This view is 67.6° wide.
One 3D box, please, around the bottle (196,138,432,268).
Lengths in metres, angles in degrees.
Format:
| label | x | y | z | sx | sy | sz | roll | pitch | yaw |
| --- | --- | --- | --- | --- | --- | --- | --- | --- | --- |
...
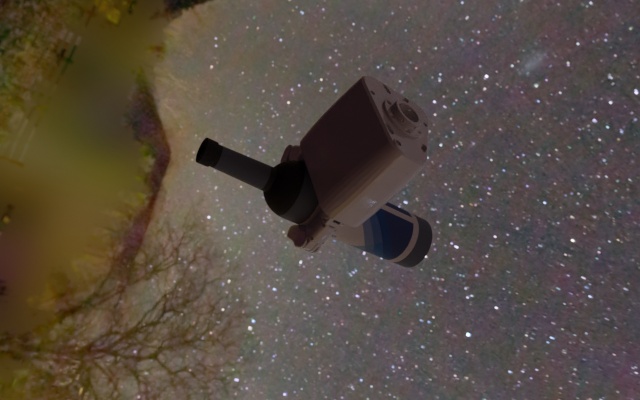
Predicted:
| label | x | y | z | sx | sy | sz | roll | pitch | yaw |
| --- | --- | --- | --- | --- | --- | --- | --- | --- | --- |
| bottle | 0.000 | 0.002 | 0.546 | 0.296 | 0.069 | 0.069 | 24 | -12 | -27 |
